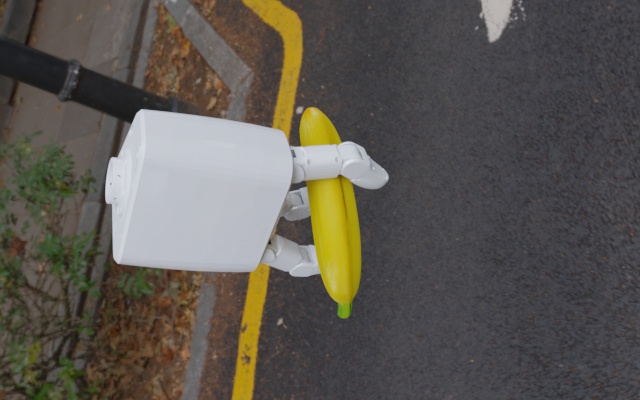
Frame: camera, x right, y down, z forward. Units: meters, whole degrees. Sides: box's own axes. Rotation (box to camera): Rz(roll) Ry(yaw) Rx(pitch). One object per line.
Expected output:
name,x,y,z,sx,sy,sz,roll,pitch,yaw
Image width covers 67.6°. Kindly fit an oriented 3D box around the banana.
banana,0.005,0.000,0.408,0.037,0.197,0.070,-3,-15,-16
